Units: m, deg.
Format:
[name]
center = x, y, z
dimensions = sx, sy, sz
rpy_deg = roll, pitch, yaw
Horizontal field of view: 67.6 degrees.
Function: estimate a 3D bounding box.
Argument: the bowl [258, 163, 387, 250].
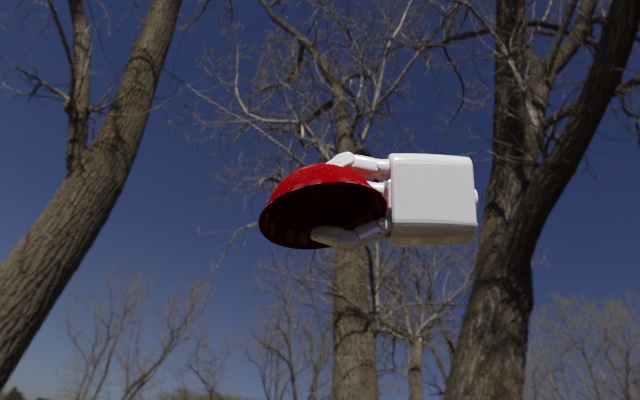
[bowl]
center = -0.001, 0.002, 0.605
dimensions = 0.162, 0.055, 0.162
rpy_deg = -8, -32, -5
